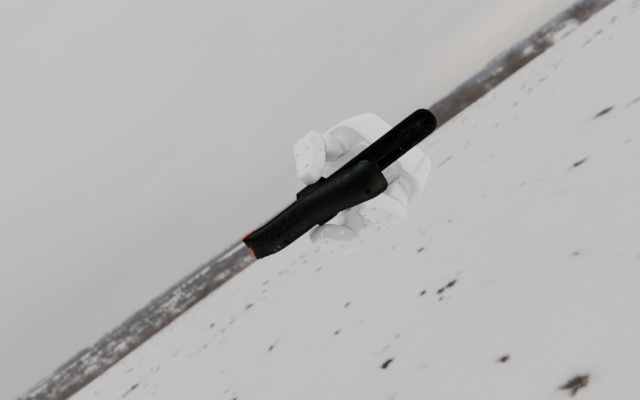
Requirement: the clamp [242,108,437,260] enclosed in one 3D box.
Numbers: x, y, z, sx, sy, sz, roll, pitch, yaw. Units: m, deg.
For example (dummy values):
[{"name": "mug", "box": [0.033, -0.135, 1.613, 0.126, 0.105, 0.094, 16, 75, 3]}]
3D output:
[{"name": "clamp", "box": [-0.001, 0.001, 0.408, 0.210, 0.036, 0.164, -35, 3, 27]}]
